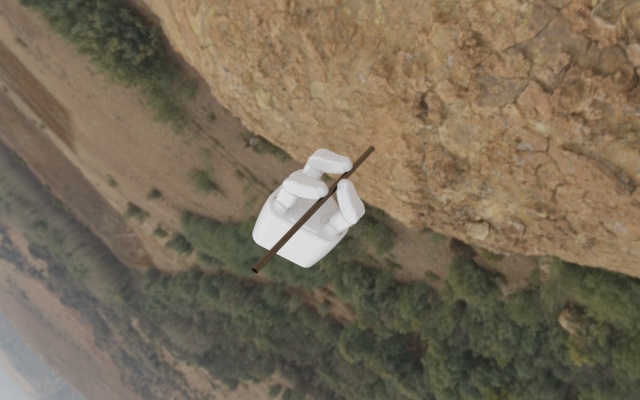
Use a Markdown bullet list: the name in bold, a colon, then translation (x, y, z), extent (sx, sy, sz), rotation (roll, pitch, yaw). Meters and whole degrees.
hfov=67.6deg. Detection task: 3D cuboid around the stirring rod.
- **stirring rod**: translation (0.000, 0.002, 0.565), extent (0.011, 0.011, 0.239), rotation (0, 36, 45)
